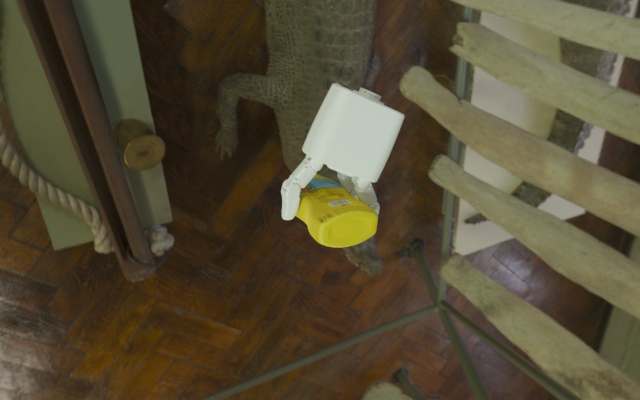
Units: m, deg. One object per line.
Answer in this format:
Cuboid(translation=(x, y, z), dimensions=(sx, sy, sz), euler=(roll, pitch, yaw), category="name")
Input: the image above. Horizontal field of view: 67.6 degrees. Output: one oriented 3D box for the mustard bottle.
Cuboid(translation=(0.000, 0.003, 0.734), dimensions=(0.096, 0.058, 0.191), euler=(-11, 28, -24), category="mustard bottle")
